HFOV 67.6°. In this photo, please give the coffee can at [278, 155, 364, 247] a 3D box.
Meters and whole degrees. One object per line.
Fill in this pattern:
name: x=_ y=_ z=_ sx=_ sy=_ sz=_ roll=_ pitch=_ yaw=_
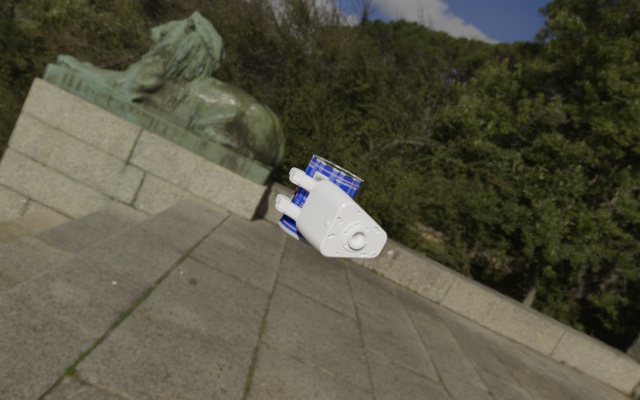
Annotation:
coffee can: x=0.000 y=0.003 z=0.863 sx=0.103 sy=0.140 sz=0.103 roll=27 pitch=8 yaw=-4
